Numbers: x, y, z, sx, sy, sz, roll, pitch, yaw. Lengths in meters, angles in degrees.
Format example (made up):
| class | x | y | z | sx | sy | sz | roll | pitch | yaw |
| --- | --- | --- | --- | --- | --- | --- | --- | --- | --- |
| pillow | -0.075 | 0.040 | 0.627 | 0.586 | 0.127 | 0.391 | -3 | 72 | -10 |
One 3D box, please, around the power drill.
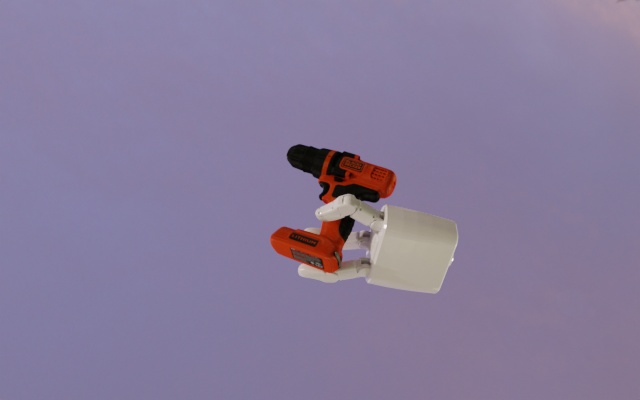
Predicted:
| class | x | y | z | sx | sy | sz | roll | pitch | yaw |
| --- | --- | --- | --- | --- | --- | --- | --- | --- | --- |
| power drill | 0.000 | 0.003 | 0.719 | 0.184 | 0.187 | 0.057 | 18 | -28 | 21 |
